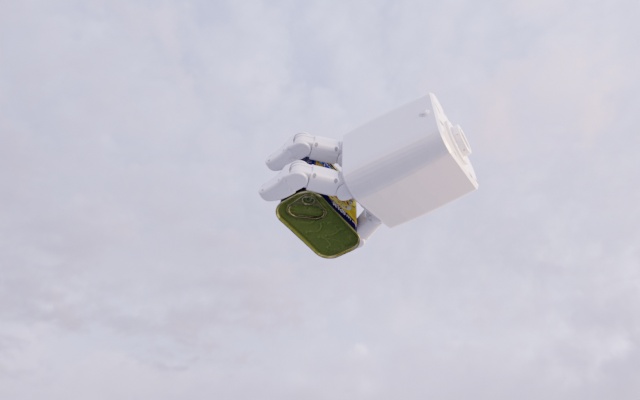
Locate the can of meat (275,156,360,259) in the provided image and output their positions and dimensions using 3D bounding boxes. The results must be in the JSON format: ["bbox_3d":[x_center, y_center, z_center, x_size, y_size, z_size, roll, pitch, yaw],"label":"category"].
[{"bbox_3d":[0.000,0.002,0.544,0.057,0.083,0.102,-28,-55,26],"label":"can of meat"}]
